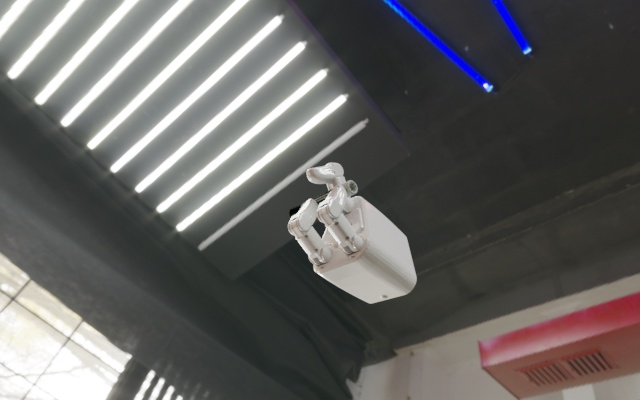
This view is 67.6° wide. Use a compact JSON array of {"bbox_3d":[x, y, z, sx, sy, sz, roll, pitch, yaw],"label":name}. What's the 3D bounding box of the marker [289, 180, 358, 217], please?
[{"bbox_3d":[0.000,0.002,0.649,0.121,0.020,0.020,-25,-17,40],"label":"marker"}]
